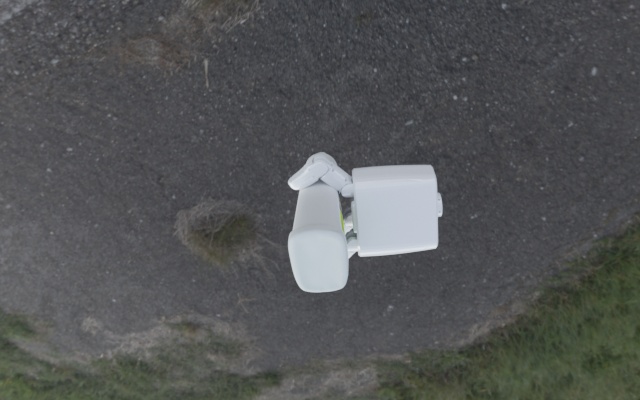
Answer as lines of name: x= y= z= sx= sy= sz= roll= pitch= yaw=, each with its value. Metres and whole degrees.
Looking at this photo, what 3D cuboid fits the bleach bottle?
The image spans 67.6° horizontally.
bleach bottle: x=0.000 y=0.002 z=0.654 sx=0.068 sy=0.103 sz=0.250 roll=-4 pitch=36 yaw=4
